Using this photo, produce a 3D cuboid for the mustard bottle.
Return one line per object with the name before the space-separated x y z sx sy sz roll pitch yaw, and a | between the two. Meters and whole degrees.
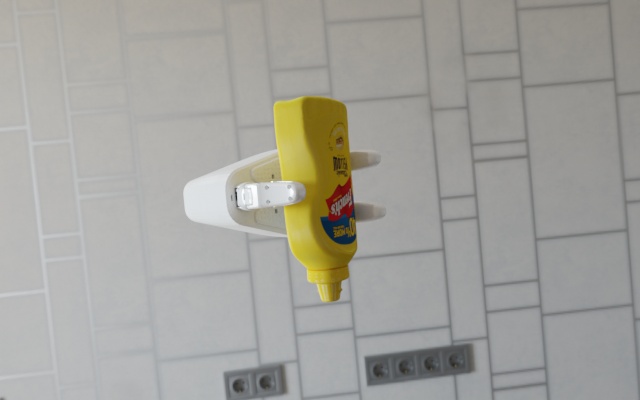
mustard bottle | 0.000 0.001 0.461 0.058 0.191 0.096 -5 2 25
